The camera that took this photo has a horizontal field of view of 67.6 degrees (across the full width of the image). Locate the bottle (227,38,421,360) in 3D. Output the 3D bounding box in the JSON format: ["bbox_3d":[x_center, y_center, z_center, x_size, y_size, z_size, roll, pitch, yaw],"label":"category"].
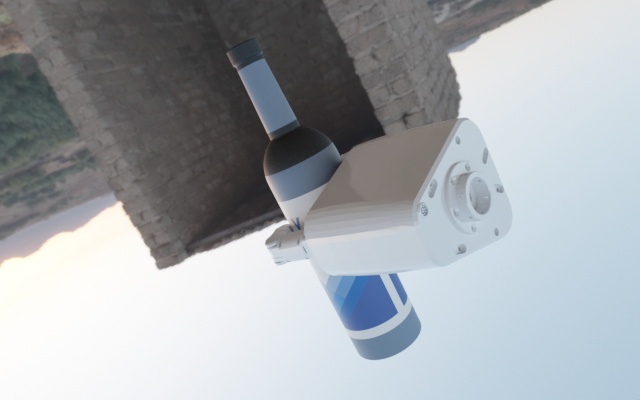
[{"bbox_3d":[0.000,0.002,0.422,0.069,0.296,0.069,-26,12,6],"label":"bottle"}]
